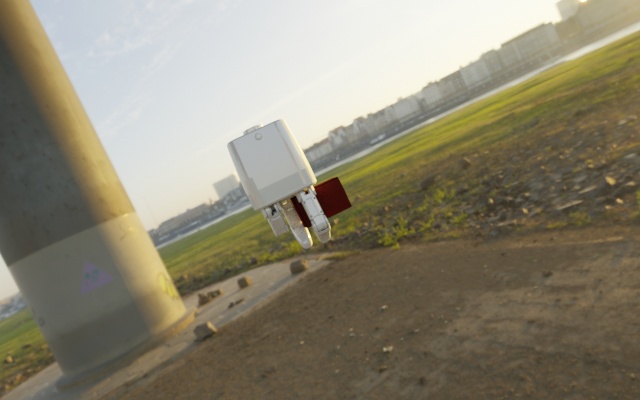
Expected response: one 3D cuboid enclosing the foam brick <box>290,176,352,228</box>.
[{"bbox_3d":[0.000,0.002,0.729,0.078,0.051,0.053,-26,3,-7],"label":"foam brick"}]
